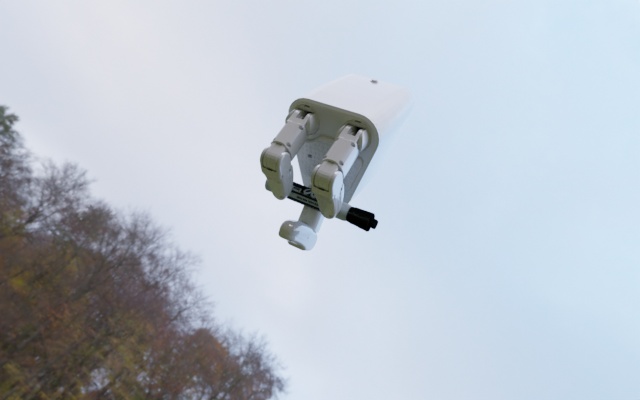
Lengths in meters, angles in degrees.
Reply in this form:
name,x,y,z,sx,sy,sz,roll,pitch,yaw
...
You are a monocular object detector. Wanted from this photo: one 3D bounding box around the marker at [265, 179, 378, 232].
name,x,y,z,sx,sy,sz,roll,pitch,yaw
marker,0.000,0.002,0.466,0.121,0.020,0.020,22,8,22
